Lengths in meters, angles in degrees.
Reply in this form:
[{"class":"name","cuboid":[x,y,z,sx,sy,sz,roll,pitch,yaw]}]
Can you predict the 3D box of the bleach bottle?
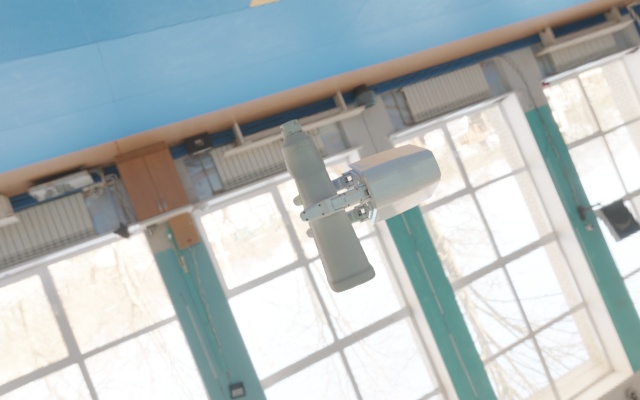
[{"class":"bleach bottle","cuboid":[0.000,0.002,0.692,0.068,0.251,0.102,-22,-1,-5]}]
